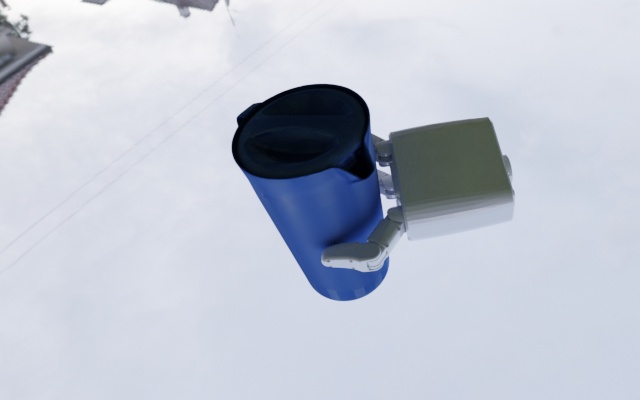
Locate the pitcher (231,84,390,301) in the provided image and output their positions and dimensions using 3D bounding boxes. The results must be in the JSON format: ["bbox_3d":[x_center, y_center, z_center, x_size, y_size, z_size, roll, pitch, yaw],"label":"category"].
[{"bbox_3d":[0.000,0.002,0.529,0.145,0.149,0.243,-11,-43,9],"label":"pitcher"}]
